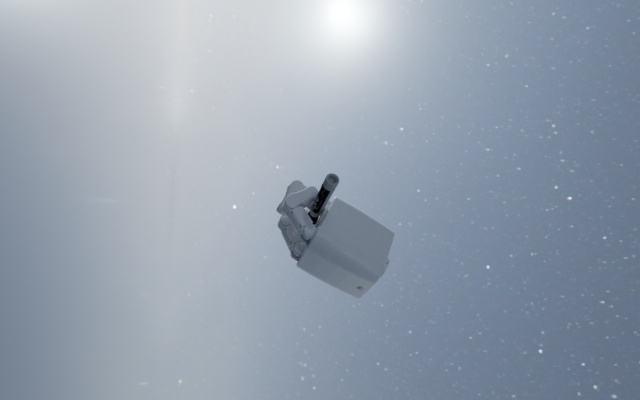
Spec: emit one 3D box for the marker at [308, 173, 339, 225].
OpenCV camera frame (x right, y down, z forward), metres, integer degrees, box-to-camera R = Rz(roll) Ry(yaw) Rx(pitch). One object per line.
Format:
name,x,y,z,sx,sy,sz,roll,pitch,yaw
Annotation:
marker,0.000,0.002,0.667,0.020,0.020,0.121,0,-30,-18
